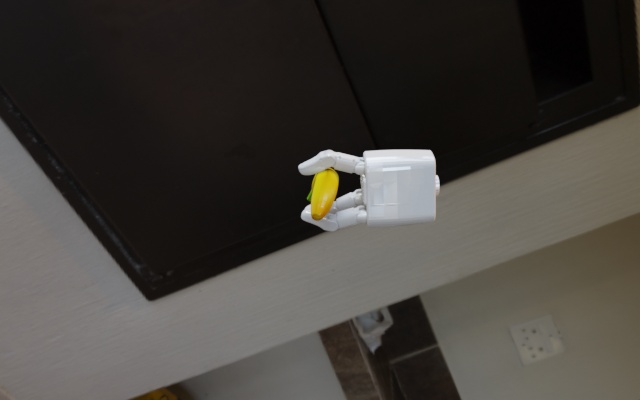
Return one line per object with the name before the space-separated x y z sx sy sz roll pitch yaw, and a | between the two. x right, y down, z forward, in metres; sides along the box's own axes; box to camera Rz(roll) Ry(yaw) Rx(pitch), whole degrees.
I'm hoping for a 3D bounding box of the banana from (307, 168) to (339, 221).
banana | 0.005 -0.016 0.737 0.037 0.069 0.198 17 6 -4
